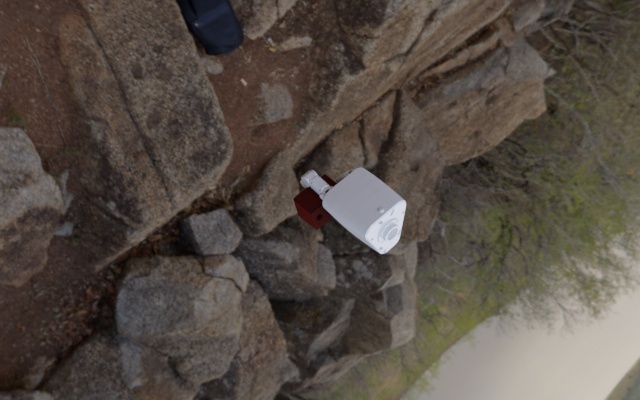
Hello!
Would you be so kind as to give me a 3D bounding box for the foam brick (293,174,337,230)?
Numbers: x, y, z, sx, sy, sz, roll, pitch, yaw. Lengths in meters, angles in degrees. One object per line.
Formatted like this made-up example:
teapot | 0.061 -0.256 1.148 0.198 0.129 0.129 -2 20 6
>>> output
foam brick | 0.000 0.003 0.848 0.051 0.078 0.053 40 -20 34
